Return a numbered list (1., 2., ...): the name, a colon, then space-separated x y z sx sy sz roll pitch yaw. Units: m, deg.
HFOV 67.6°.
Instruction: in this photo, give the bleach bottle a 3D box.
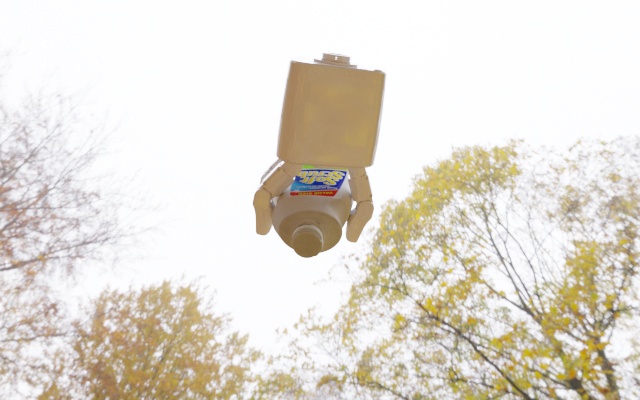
1. bleach bottle: 0.000 0.002 0.577 0.102 0.068 0.250 9 20 -1
